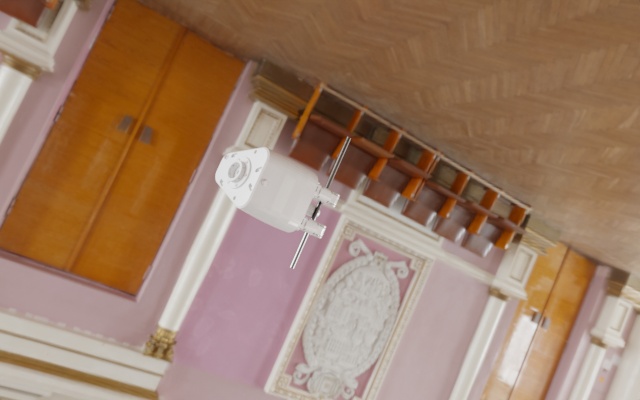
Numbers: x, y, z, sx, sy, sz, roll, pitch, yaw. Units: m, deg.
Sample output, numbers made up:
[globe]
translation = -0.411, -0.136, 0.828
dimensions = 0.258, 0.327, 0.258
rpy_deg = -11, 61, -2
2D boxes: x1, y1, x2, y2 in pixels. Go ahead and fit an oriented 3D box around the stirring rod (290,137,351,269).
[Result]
[stirring rod]
translation = 0.000, 0.003, 0.805
dimensions = 0.011, 0.239, 0.011
rpy_deg = 24, -4, 2
